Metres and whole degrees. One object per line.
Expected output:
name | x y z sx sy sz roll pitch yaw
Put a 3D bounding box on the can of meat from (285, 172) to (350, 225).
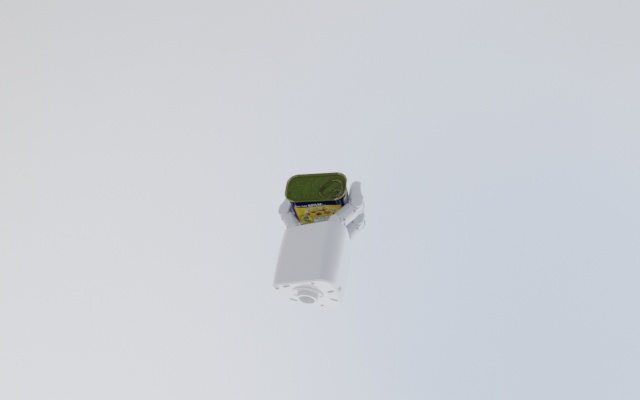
can of meat | 0.000 0.003 0.805 0.102 0.057 0.084 -3 -39 13
